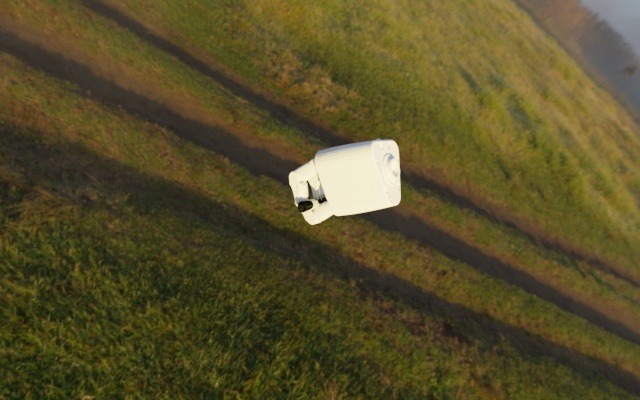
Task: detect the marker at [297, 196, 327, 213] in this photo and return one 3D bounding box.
[{"bbox_3d":[0.000,0.003,0.828,0.020,0.020,0.121,0,8,34],"label":"marker"}]
